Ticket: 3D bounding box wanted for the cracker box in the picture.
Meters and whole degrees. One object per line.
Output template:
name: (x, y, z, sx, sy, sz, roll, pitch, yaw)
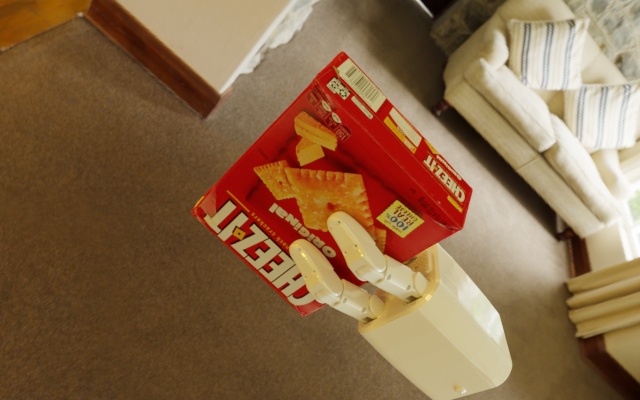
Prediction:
cracker box: (0.000, 0.001, 0.441, 0.214, 0.164, 0.072, -38, 11, 39)
